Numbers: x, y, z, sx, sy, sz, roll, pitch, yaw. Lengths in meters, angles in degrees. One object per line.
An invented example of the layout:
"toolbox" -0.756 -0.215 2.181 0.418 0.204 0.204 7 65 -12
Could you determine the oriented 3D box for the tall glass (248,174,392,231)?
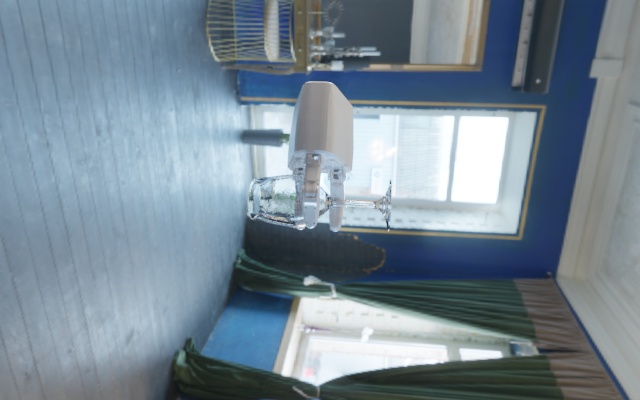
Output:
"tall glass" 0.001 0.002 0.690 0.201 0.079 0.079 2 0 6
